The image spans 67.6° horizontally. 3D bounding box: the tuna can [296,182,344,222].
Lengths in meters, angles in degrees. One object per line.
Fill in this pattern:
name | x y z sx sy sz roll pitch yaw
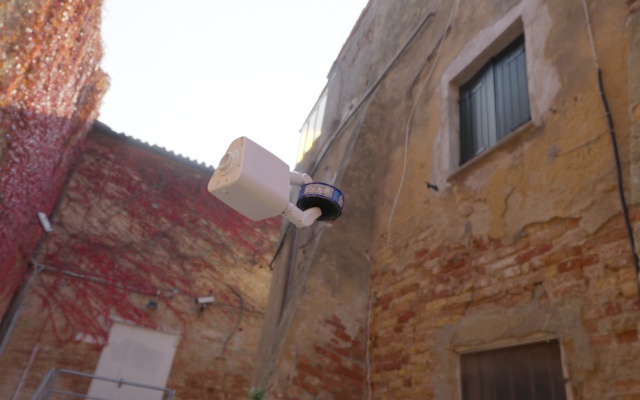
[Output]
tuna can | 0.000 0.002 0.885 0.086 0.033 0.086 10 -32 6
